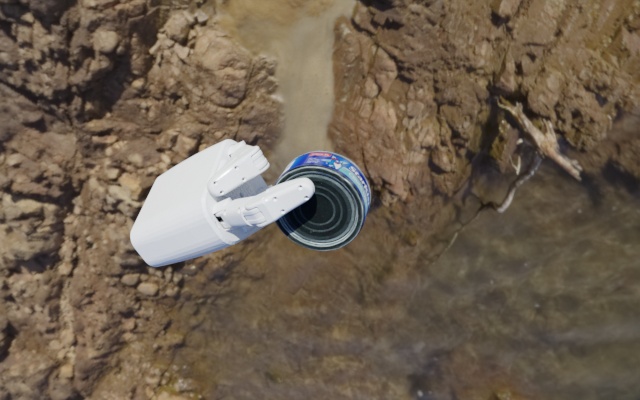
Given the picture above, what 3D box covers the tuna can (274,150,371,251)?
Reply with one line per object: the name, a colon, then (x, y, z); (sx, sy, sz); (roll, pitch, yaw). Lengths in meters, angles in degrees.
tuna can: (0.000, 0.002, 0.422); (0.086, 0.086, 0.033); (0, 27, 15)
